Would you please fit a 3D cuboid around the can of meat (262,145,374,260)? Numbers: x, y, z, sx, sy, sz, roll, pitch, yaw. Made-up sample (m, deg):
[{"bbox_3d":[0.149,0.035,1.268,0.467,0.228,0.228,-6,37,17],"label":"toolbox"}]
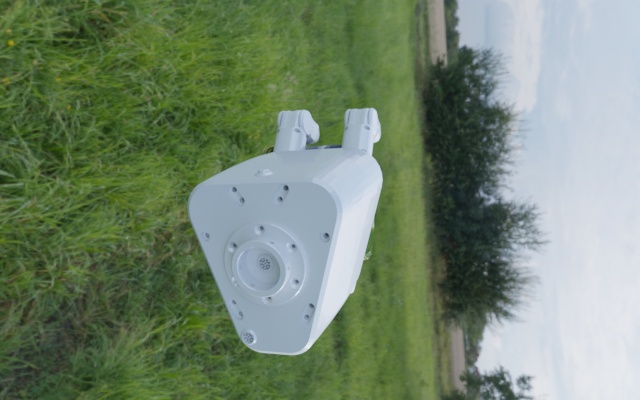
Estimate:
[{"bbox_3d":[0.000,0.001,0.411,0.084,0.102,0.057,-1,9,17],"label":"can of meat"}]
